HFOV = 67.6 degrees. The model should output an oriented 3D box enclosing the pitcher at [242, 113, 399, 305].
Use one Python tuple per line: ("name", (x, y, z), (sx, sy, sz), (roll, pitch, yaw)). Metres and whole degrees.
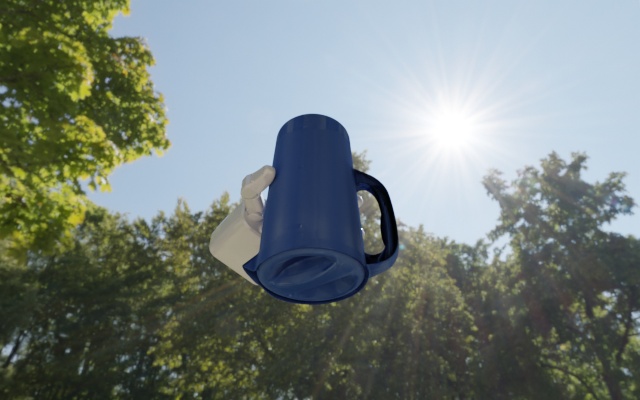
("pitcher", (0.000, 0.002, 0.626), (0.149, 0.242, 0.145), (25, -45, -28))
